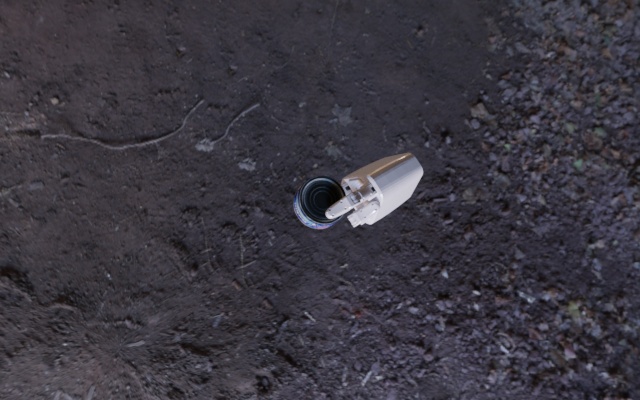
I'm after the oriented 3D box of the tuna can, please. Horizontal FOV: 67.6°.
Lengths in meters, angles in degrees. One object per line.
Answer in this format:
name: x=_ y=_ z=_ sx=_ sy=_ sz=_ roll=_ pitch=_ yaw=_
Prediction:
tuna can: x=0.000 y=0.002 z=0.792 sx=0.086 sy=0.086 sz=0.034 roll=0 pitch=-13 yaw=-18
